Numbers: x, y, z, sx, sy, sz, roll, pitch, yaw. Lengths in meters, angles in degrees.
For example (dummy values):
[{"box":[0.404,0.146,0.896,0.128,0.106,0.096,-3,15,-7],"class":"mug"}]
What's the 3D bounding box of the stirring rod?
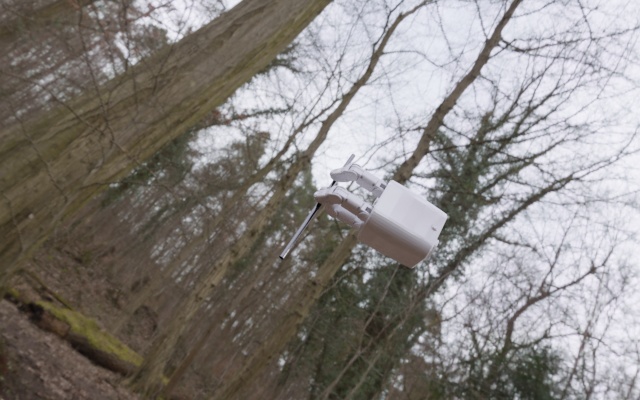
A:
[{"box":[0.000,0.003,0.766,0.011,0.011,0.239,0,43,41],"class":"stirring rod"}]
